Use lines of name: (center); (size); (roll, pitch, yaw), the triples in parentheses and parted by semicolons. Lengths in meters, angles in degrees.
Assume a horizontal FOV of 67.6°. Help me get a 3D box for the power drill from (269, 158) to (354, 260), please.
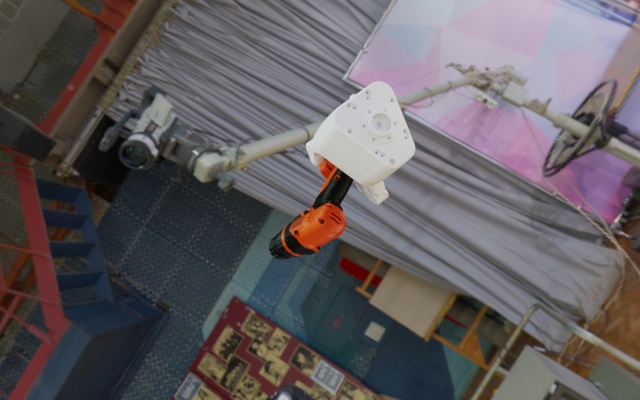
power drill: (0.000, 0.002, 0.740); (0.057, 0.187, 0.184); (37, -33, -18)
